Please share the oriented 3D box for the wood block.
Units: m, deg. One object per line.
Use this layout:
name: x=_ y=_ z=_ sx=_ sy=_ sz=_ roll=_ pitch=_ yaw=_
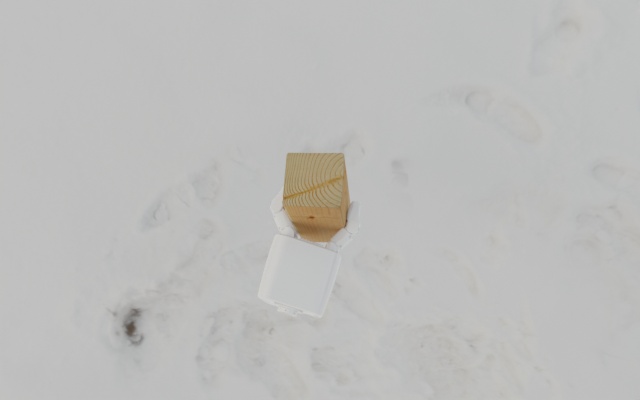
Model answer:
wood block: x=0.000 y=0.003 z=0.811 sx=0.091 sy=0.090 sz=0.206 roll=2 pitch=-19 yaw=7
